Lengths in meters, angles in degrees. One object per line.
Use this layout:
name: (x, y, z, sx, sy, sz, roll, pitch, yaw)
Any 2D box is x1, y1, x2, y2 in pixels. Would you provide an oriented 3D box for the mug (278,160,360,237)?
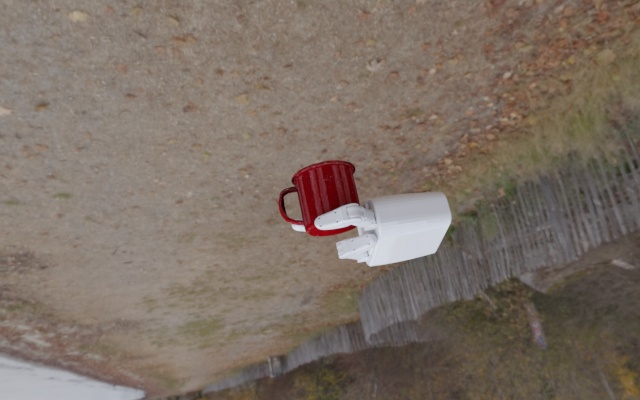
mug: (-0.001, 0.003, 0.664, 0.117, 0.081, 0.093, -8, -19, -10)
